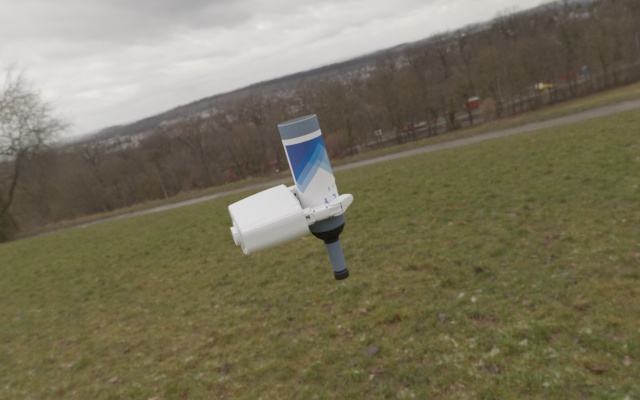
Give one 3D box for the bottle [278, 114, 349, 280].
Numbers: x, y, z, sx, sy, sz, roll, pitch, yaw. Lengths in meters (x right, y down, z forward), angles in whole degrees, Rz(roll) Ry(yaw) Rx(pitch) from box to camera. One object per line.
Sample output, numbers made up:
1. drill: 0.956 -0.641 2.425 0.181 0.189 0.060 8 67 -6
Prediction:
1. bottle: 0.000 0.002 0.831 0.069 0.296 0.069 -15 15 4
